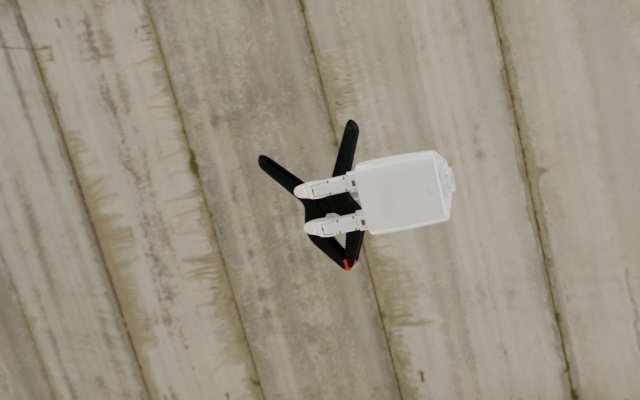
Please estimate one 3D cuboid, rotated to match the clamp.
[{"bbox_3d":[0.001,0.003,0.697,0.164,0.210,0.036,-10,9,26],"label":"clamp"}]
